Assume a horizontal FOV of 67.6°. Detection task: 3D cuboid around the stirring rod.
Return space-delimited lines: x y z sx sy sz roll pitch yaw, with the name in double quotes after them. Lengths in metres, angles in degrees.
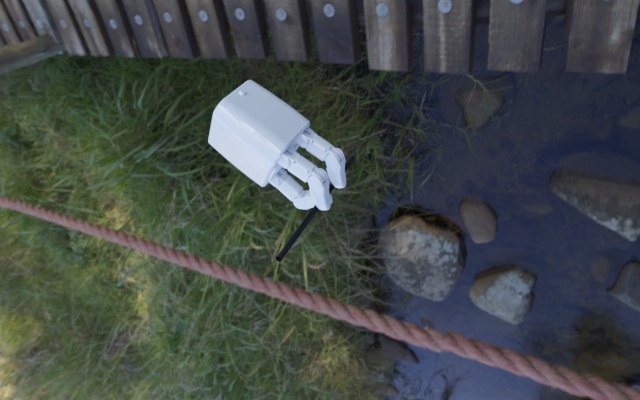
0.000 0.002 0.665 0.011 0.011 0.239 0 35 32 "stirring rod"
